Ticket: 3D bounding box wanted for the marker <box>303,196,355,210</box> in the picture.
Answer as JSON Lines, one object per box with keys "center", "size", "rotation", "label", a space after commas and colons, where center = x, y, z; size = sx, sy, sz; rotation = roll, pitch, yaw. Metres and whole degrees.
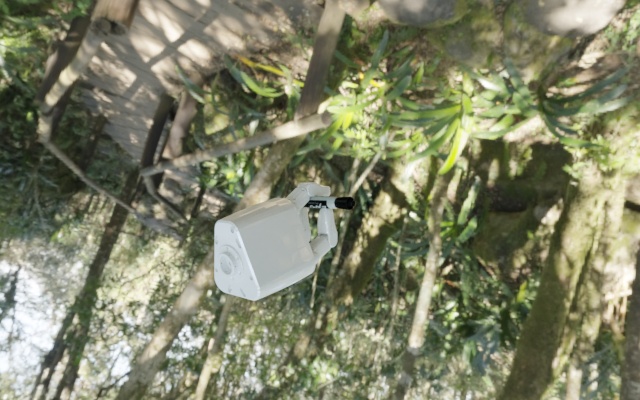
{"center": [0.000, 0.002, 0.699], "size": [0.121, 0.020, 0.020], "rotation": [2, 1, 41], "label": "marker"}
